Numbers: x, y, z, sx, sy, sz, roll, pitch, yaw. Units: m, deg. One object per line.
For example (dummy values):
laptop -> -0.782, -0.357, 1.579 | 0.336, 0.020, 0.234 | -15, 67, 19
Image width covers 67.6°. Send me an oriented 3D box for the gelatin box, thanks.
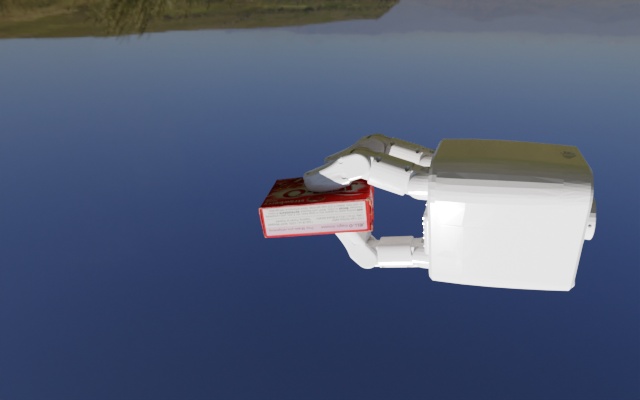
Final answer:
gelatin box -> 0.000, 0.002, 0.402 | 0.089, 0.030, 0.073 | -5, 20, 8
